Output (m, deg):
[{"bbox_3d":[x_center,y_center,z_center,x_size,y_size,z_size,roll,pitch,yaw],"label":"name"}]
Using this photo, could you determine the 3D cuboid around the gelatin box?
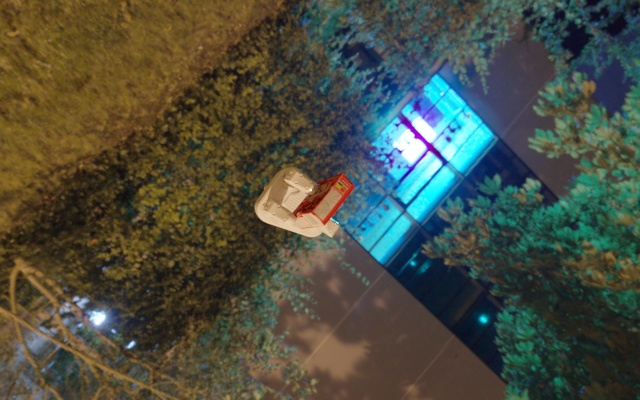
[{"bbox_3d":[0.001,0.002,0.668,0.030,0.073,0.089,44,-20,-13],"label":"gelatin box"}]
